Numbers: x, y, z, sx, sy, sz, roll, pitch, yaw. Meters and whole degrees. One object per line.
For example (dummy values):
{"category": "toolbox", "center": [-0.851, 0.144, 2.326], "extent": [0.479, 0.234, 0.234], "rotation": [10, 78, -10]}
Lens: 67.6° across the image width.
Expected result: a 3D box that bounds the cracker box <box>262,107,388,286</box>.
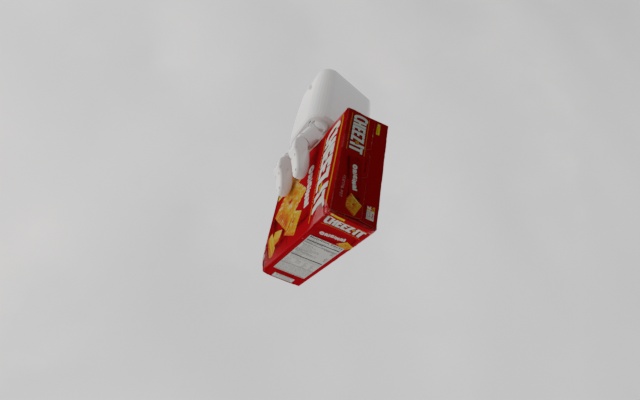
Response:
{"category": "cracker box", "center": [0.000, 0.002, 0.652], "extent": [0.072, 0.164, 0.214], "rotation": [22, -35, -17]}
